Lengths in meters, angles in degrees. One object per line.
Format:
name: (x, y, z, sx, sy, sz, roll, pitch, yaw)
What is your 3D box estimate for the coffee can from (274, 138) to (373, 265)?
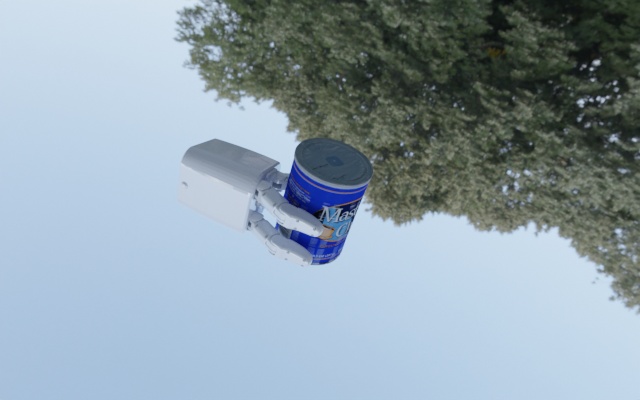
coffee can: (0.000, 0.002, 0.641, 0.103, 0.140, 0.102, 12, 37, -9)
